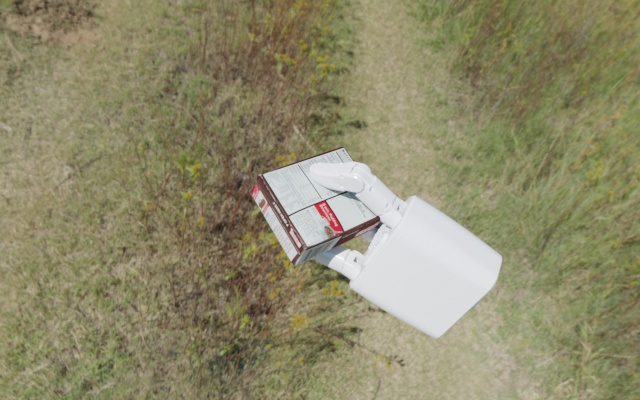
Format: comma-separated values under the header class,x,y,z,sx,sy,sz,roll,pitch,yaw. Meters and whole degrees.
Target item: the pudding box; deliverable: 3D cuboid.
class,x,y,z,sx,sy,sz,roll,pitch,yaw
pudding box,0.000,0.002,0.480,0.113,0.090,0.039,-21,-20,-36
